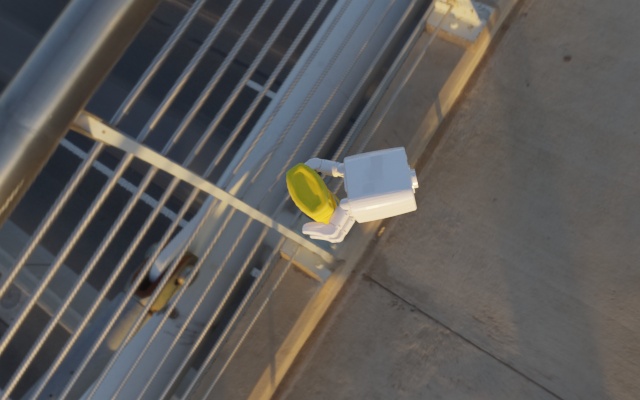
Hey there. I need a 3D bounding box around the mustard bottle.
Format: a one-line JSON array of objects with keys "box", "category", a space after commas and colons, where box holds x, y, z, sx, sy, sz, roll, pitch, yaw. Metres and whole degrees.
[{"box": [0.000, 0.003, 0.854, 0.058, 0.096, 0.192, -35, -19, 4], "category": "mustard bottle"}]
